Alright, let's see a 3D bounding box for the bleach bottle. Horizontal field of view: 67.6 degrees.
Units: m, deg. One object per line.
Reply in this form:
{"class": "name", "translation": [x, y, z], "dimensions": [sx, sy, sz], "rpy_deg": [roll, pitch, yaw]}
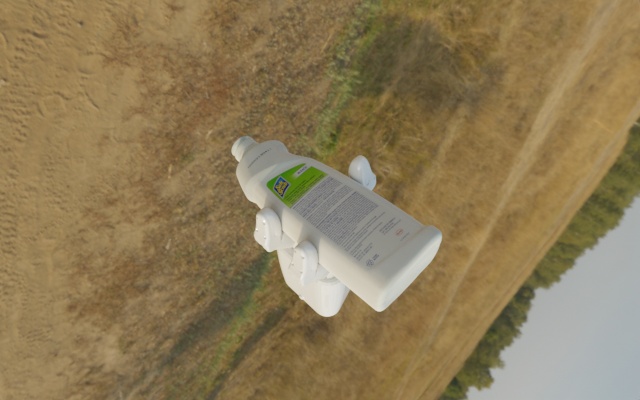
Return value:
{"class": "bleach bottle", "translation": [0.000, 0.002, 0.520], "dimensions": [0.250, 0.102, 0.068], "rpy_deg": [39, -25, 24]}
